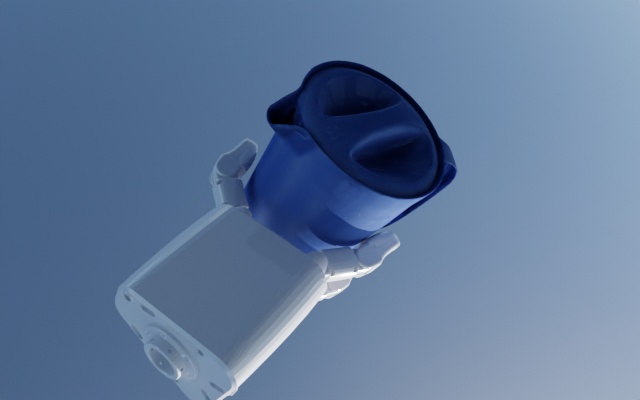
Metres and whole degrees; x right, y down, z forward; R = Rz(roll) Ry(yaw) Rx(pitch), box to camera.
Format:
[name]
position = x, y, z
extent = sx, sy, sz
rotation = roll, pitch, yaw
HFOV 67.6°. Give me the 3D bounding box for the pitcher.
[pitcher]
position = 0.000, 0.002, 0.456
extent = 0.145, 0.149, 0.243
rotation = -45, -1, -43
